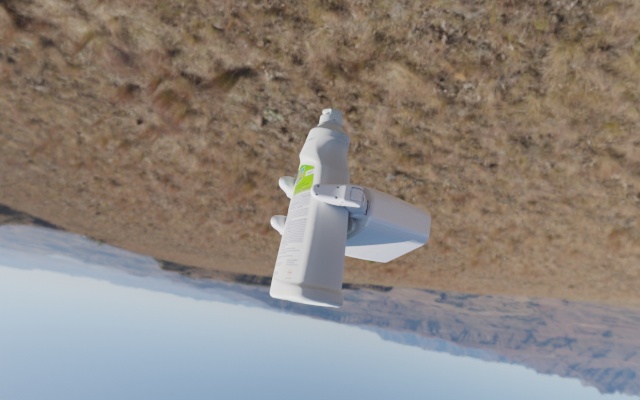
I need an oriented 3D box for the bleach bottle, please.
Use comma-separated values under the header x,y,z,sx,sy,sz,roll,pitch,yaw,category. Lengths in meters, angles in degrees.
x,y,z,sx,sy,sz,roll,pitch,yaw,category
0.000,0.002,0.602,0.068,0.250,0.102,18,-16,-29,bleach bottle
